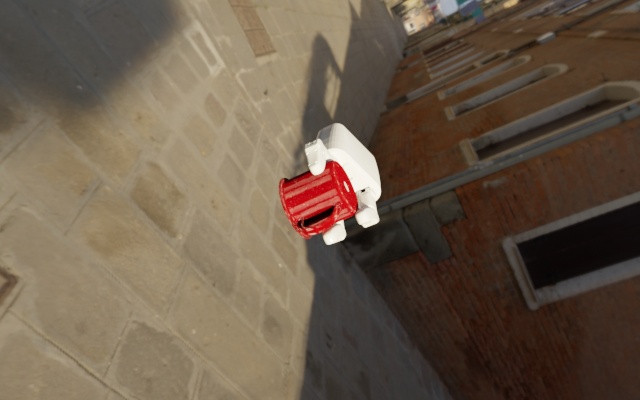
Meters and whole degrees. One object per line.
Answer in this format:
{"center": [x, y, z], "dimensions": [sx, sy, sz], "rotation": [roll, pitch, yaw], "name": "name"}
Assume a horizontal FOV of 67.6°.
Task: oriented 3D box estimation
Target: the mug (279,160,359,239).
{"center": [0.000, 0.003, 0.651], "dimensions": [0.081, 0.093, 0.117], "rotation": [-24, 29, 17], "name": "mug"}
